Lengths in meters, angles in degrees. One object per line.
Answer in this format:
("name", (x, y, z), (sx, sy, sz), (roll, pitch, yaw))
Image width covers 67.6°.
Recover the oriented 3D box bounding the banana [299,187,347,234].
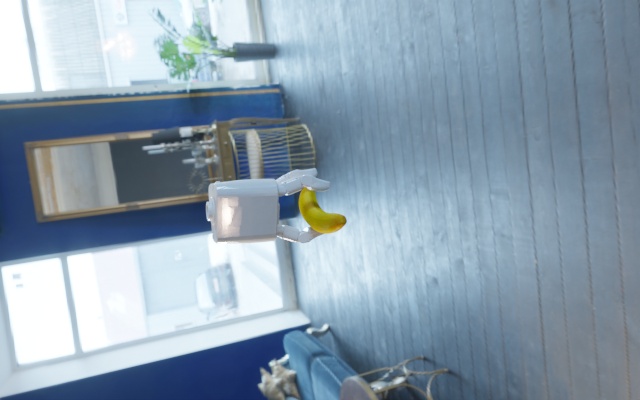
("banana", (-0.005, 0.018, 0.860), (0.037, 0.070, 0.197), (3, 24, -22))
